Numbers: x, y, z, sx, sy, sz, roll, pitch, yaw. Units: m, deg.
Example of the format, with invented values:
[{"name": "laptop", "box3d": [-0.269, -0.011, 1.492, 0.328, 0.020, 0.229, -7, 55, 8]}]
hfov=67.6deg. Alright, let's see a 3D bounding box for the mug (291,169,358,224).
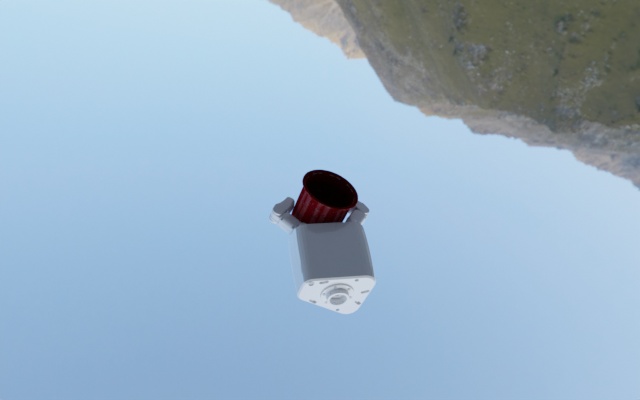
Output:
[{"name": "mug", "box3d": [0.000, 0.002, 0.773, 0.093, 0.081, 0.117, 10, 39, -21]}]
